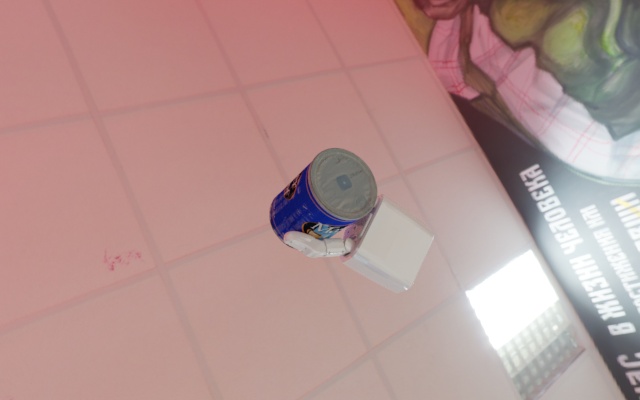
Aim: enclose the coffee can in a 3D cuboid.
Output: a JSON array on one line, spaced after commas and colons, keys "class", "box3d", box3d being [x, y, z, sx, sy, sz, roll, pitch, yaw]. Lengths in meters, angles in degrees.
[{"class": "coffee can", "box3d": [0.000, 0.002, 0.682, 0.103, 0.102, 0.140, 0, -22, -30]}]
